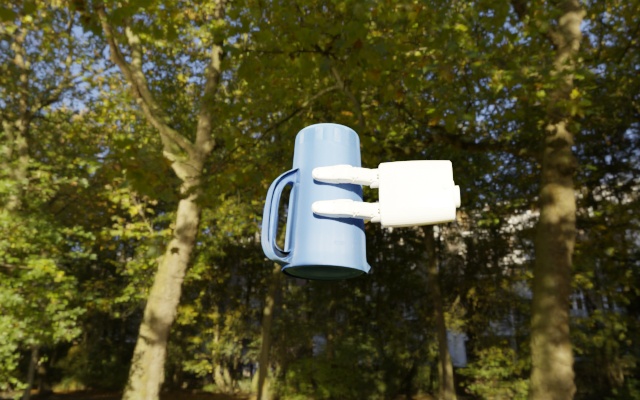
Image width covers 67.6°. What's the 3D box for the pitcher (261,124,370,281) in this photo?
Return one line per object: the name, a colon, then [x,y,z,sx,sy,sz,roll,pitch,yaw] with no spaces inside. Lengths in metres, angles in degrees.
pitcher: [0.000,0.003,0.766,0.145,0.242,0.149,-4,-20,15]
